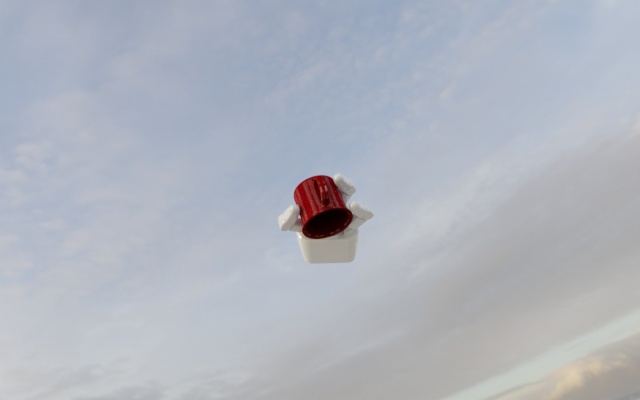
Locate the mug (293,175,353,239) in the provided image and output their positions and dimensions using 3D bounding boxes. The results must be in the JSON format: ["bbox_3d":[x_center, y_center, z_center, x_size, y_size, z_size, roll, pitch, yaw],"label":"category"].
[{"bbox_3d":[0.000,0.002,0.835,0.093,0.081,0.117,-16,-33,-8],"label":"mug"}]
